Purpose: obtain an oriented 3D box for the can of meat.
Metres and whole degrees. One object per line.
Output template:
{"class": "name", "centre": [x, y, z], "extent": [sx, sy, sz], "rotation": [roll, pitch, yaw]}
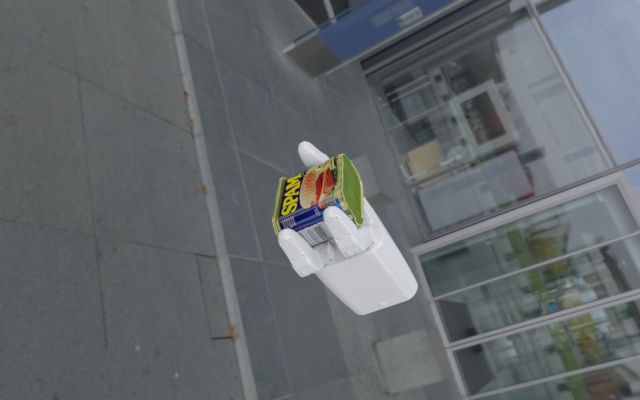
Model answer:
{"class": "can of meat", "centre": [0.000, 0.002, 0.532], "extent": [0.084, 0.057, 0.102], "rotation": [-23, 33, 20]}
